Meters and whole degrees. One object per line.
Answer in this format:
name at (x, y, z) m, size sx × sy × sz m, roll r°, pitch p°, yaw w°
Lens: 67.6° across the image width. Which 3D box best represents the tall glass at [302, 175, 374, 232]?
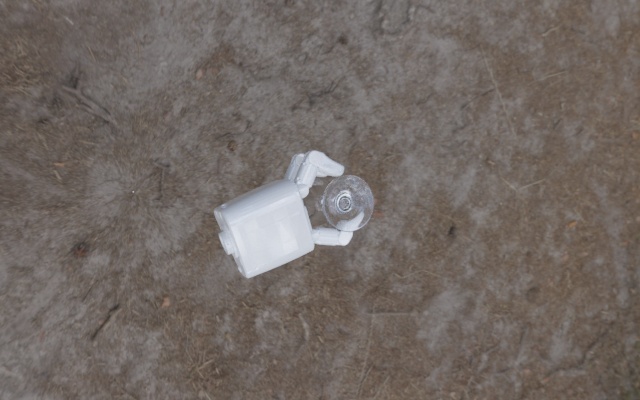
tall glass at (0.001, 0.002, 0.711) m, size 0.079 × 0.079 × 0.201 m, roll 0°, pitch 1°, yaw -21°
